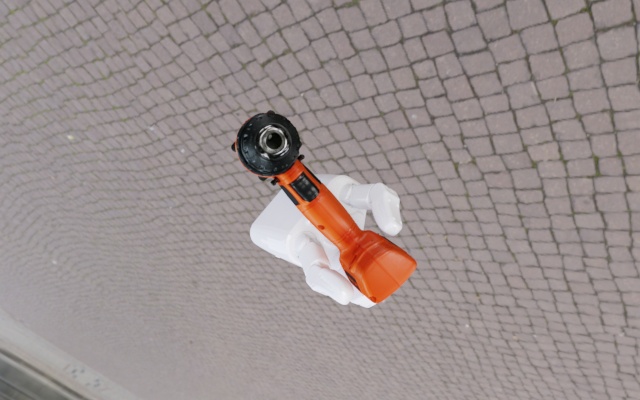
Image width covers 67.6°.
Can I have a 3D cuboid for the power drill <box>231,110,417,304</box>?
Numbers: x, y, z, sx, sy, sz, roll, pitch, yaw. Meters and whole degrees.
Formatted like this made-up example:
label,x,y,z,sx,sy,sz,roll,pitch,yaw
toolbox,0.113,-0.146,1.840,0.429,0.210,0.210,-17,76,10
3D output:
label,x,y,z,sx,sy,sz,roll,pitch,yaw
power drill,0.000,0.002,0.418,0.057,0.188,0.184,-41,10,-2
